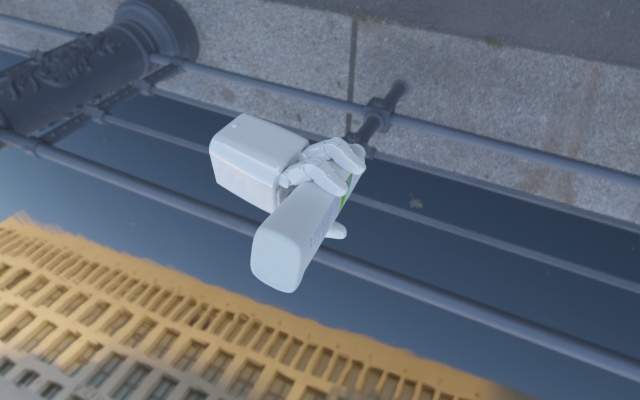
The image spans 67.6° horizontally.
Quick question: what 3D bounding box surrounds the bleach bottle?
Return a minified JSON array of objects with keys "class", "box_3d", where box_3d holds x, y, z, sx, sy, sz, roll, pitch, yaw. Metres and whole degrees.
[{"class":"bleach bottle","box_3d":[0.000,0.002,0.649,0.068,0.103,0.250,25,44,12]}]
